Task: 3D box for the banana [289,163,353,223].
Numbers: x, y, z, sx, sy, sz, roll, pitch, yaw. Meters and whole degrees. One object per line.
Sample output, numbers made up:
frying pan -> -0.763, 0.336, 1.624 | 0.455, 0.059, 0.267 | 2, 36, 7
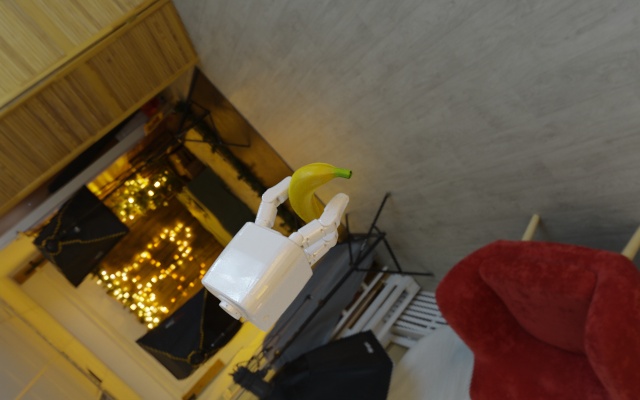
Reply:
banana -> -0.015, -0.009, 0.689 | 0.069, 0.037, 0.198 | 33, -23, 0
